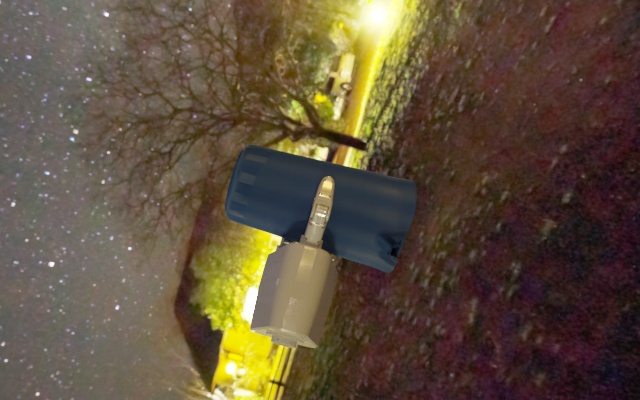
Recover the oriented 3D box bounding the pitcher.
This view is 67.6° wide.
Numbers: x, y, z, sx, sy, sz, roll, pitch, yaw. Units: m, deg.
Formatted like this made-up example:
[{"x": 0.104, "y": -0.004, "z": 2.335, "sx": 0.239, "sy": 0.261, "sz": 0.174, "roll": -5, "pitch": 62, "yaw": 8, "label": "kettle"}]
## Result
[{"x": 0.000, "y": 0.002, "z": 0.667, "sx": 0.243, "sy": 0.145, "sz": 0.149, "roll": 16, "pitch": -22, "yaw": -3, "label": "pitcher"}]
